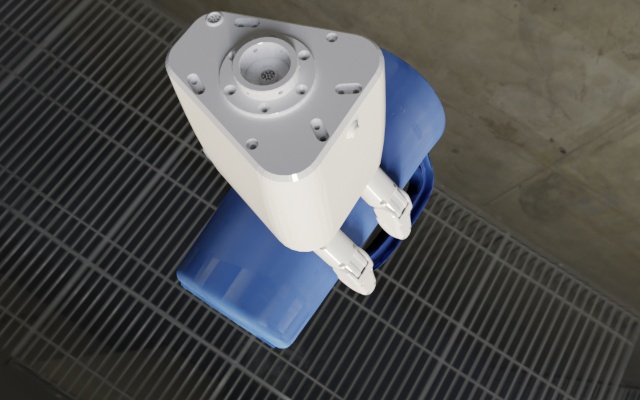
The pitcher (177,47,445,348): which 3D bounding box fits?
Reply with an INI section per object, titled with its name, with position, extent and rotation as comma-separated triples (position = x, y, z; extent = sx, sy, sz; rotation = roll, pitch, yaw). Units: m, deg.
[pitcher]
position = 0.000, 0.001, 0.412
extent = 0.149, 0.242, 0.145
rotation = 30, -17, 14
